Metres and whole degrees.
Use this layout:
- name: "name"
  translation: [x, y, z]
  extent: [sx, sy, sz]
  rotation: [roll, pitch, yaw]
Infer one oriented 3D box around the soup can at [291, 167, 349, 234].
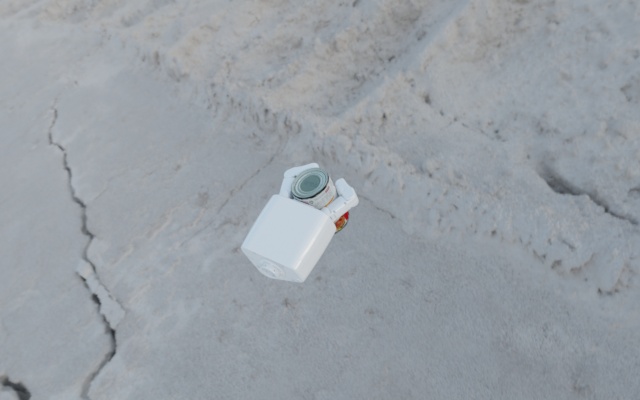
- name: "soup can"
  translation: [0.000, 0.002, 0.800]
  extent: [0.068, 0.068, 0.102]
  rotation: [0, -39, 28]
